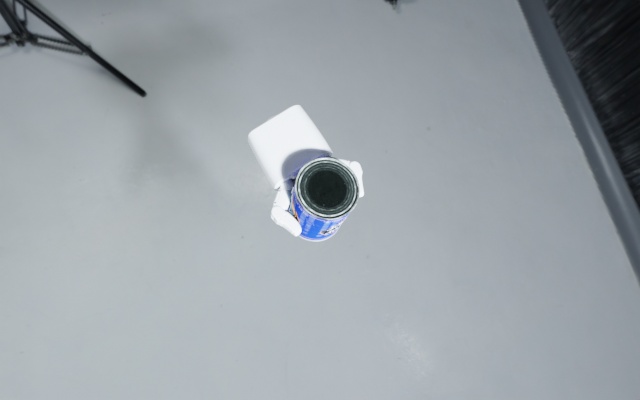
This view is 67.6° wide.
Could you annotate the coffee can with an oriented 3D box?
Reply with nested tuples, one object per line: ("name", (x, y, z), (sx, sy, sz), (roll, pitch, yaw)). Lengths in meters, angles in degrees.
("coffee can", (0.000, 0.003, 0.799), (0.103, 0.102, 0.140), (0, -18, -10))
